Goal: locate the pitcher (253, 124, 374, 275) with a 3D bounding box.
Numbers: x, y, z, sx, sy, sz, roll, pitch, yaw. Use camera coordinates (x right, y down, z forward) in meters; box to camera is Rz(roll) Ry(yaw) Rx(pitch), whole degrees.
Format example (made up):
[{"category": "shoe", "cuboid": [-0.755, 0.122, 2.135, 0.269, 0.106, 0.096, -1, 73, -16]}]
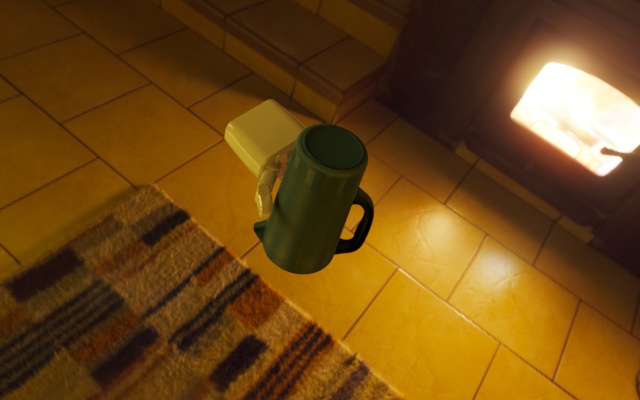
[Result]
[{"category": "pitcher", "cuboid": [0.000, 0.002, 0.760, 0.149, 0.145, 0.243, -26, -28, -34]}]
